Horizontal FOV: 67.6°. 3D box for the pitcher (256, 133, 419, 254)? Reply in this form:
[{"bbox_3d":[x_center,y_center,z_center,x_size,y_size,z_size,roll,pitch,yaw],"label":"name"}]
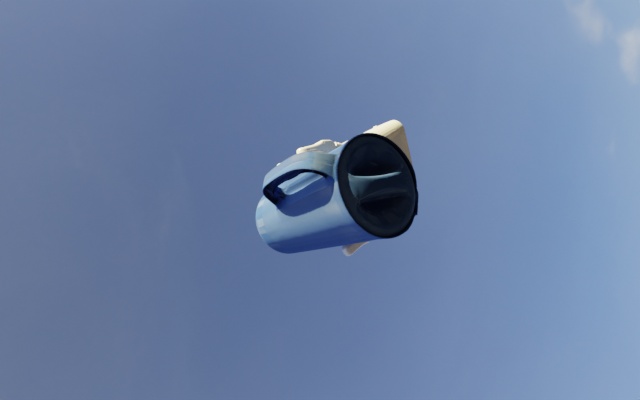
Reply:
[{"bbox_3d":[0.000,0.002,0.665,0.145,0.149,0.243,-34,8,-37],"label":"pitcher"}]
